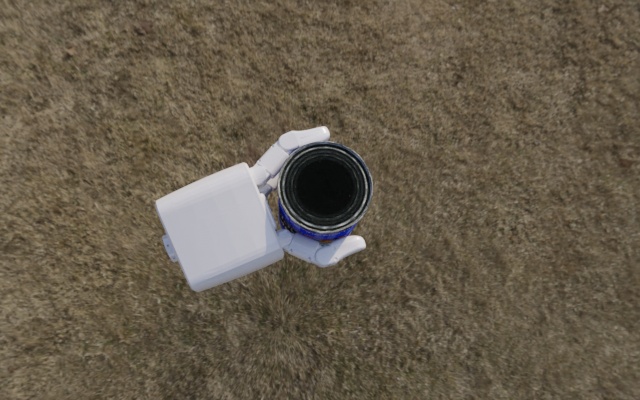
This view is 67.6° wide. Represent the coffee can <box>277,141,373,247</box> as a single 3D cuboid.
[{"bbox_3d":[0.000,0.002,0.571,0.103,0.102,0.140,0,-14,-4],"label":"coffee can"}]
